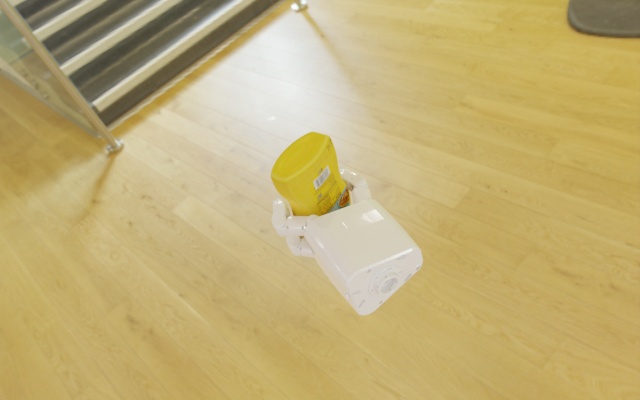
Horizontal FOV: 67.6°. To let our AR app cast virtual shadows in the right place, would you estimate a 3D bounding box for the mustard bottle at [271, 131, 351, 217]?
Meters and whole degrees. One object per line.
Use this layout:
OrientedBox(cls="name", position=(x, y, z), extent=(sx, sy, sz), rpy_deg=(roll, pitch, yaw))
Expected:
OrientedBox(cls="mustard bottle", position=(0.000, 0.002, 0.679), extent=(0.058, 0.096, 0.192), rpy_deg=(20, -31, 35))
